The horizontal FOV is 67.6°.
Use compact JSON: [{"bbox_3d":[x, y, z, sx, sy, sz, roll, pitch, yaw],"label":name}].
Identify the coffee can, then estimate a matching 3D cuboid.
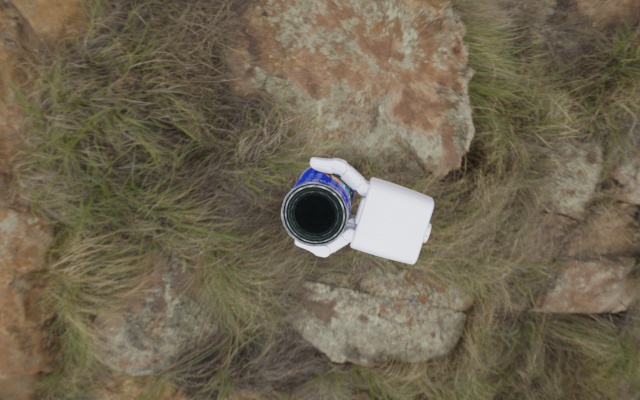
[{"bbox_3d":[0.000,0.002,0.779,0.103,0.103,0.140,0,16,8],"label":"coffee can"}]
